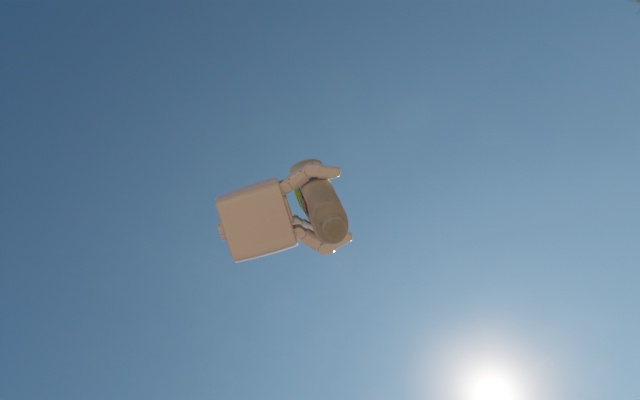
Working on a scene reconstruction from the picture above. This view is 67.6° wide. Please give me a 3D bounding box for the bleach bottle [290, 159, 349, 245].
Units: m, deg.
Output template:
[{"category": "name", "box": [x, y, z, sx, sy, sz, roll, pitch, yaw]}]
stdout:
[{"category": "bleach bottle", "box": [0.000, 0.003, 0.780, 0.068, 0.102, 0.250, -17, 16, -4]}]
